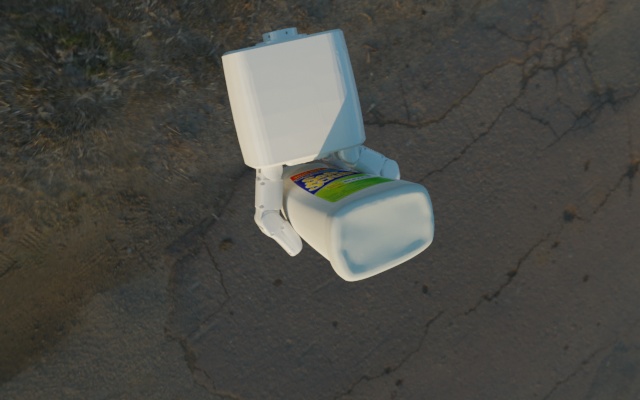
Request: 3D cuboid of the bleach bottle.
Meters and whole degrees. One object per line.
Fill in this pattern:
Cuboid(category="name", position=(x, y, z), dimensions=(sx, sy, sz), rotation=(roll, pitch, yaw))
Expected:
Cuboid(category="bleach bottle", position=(0.000, 0.002, 0.490), dimensions=(0.102, 0.068, 0.250), rotation=(-18, 18, -22))
